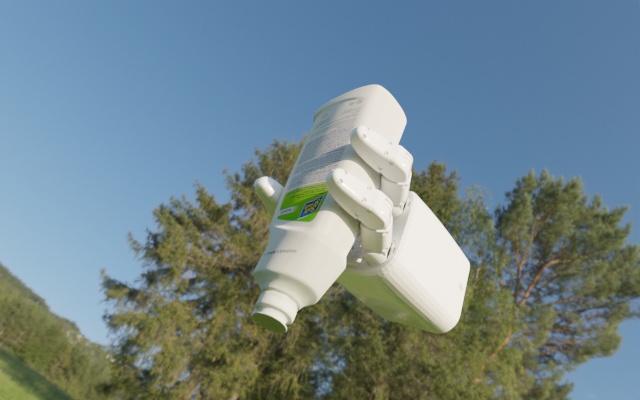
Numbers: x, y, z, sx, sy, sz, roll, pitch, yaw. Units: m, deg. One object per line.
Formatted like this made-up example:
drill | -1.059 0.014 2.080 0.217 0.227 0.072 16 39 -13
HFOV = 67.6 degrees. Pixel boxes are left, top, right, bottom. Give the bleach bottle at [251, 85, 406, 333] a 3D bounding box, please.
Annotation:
bleach bottle | 0.000 0.001 0.432 0.102 0.250 0.068 -17 -54 43
